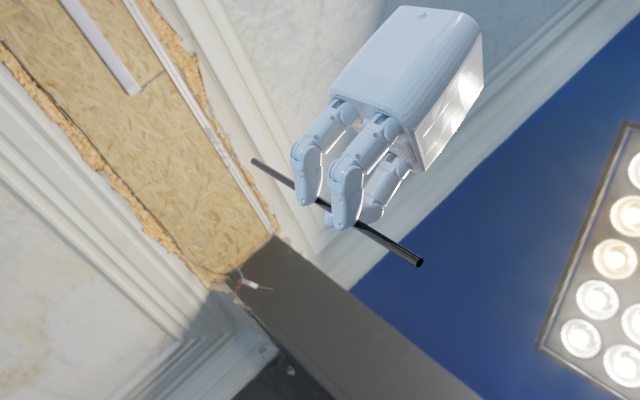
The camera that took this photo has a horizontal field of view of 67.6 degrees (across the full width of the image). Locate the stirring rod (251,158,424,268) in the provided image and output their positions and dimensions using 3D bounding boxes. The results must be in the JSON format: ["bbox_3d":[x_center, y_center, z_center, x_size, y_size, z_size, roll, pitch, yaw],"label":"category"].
[{"bbox_3d":[0.000,0.001,0.434,0.011,0.011,0.239,0,22,-41],"label":"stirring rod"}]
